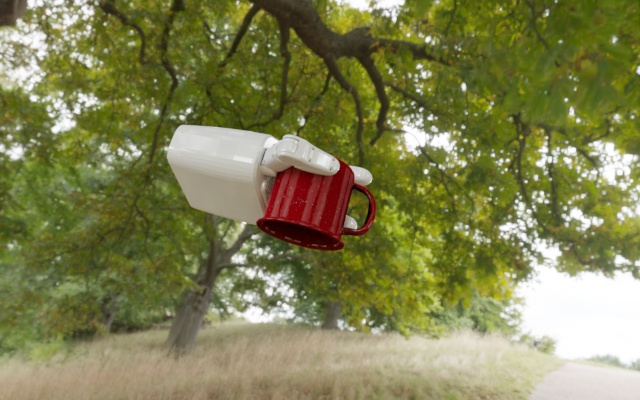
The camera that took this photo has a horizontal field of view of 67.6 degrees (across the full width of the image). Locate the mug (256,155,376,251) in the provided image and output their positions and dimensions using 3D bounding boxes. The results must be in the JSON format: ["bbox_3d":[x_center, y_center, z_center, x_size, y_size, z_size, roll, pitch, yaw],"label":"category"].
[{"bbox_3d":[0.002,0.002,0.496,0.117,0.081,0.093,11,-18,14],"label":"mug"}]
